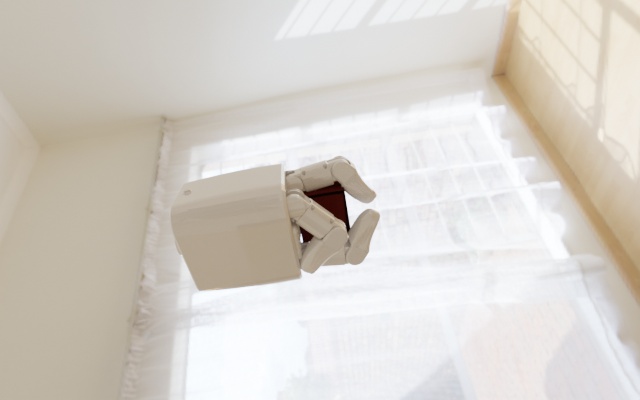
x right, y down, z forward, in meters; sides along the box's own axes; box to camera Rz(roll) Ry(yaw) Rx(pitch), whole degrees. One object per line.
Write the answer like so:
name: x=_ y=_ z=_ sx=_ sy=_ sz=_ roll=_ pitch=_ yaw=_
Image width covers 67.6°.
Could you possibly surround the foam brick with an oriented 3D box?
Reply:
foam brick: x=0.000 y=0.002 z=0.515 sx=0.051 sy=0.053 sz=0.078 roll=-10 pitch=23 yaw=0
